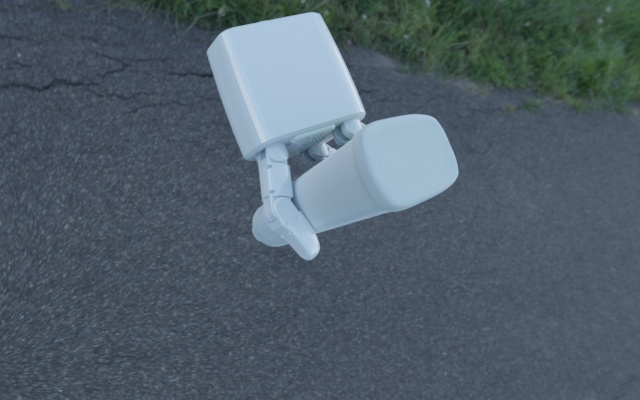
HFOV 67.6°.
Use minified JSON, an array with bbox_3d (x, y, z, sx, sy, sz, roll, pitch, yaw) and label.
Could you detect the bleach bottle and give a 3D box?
[{"bbox_3d":[0.000,0.001,0.450,0.102,0.068,0.251,-19,-5,-40],"label":"bleach bottle"}]
